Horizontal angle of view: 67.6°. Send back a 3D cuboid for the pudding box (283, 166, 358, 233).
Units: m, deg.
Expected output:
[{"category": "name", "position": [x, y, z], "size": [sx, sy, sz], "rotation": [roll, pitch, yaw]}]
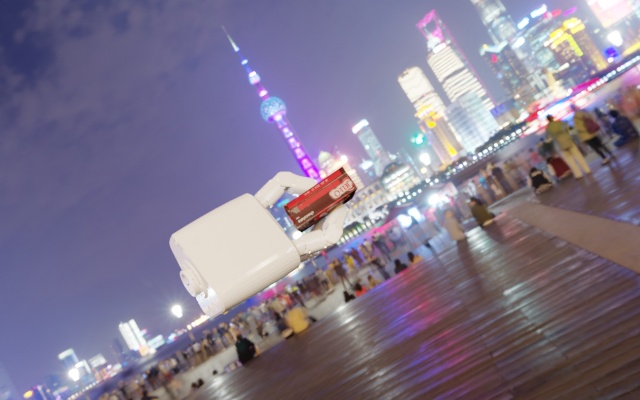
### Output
[{"category": "pudding box", "position": [0.000, 0.002, 0.626], "size": [0.090, 0.039, 0.113], "rotation": [-33, -3, -3]}]
